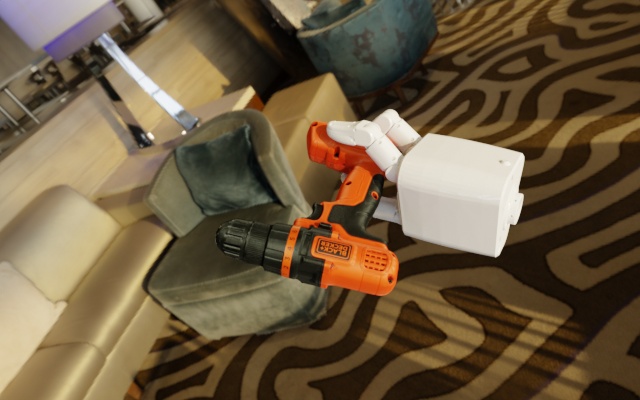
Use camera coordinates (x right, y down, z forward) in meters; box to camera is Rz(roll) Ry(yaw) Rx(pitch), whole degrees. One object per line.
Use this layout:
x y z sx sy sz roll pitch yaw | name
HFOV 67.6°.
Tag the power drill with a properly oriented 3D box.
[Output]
0.000 0.001 0.514 0.184 0.187 0.057 14 -34 3 | power drill
